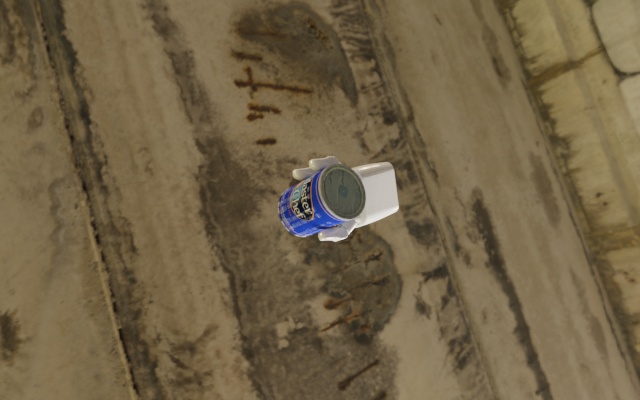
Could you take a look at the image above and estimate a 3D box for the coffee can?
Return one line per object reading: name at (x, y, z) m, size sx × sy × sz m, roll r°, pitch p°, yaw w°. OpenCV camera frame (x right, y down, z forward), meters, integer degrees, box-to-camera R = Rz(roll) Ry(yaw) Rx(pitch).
coffee can at (0.000, 0.003, 0.883) m, size 0.103 × 0.102 × 0.140 m, roll 0°, pitch -16°, yaw -38°
